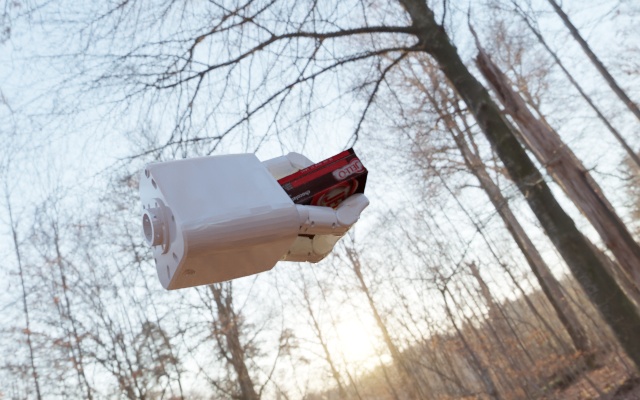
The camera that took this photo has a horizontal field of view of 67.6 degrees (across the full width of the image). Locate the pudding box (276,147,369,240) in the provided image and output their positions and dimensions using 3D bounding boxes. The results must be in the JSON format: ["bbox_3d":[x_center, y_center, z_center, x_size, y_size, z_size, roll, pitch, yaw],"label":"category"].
[{"bbox_3d":[0.000,0.002,0.506,0.090,0.039,0.113,-24,-22,-12],"label":"pudding box"}]
